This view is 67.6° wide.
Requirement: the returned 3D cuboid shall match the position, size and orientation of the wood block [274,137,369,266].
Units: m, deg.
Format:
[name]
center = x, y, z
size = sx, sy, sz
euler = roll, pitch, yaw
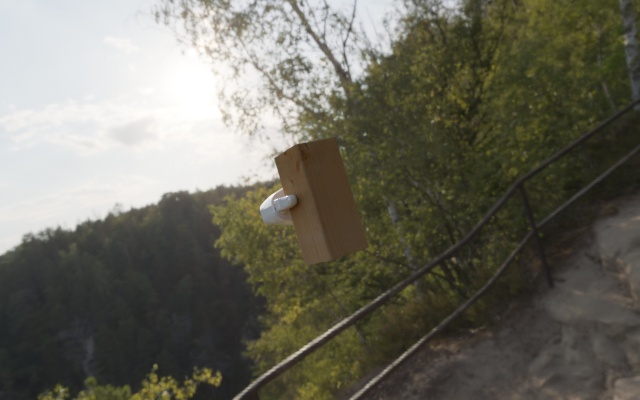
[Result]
[wood block]
center = 0.000, 0.003, 0.861
size = 0.091, 0.206, 0.090
euler = -15, -3, -34
